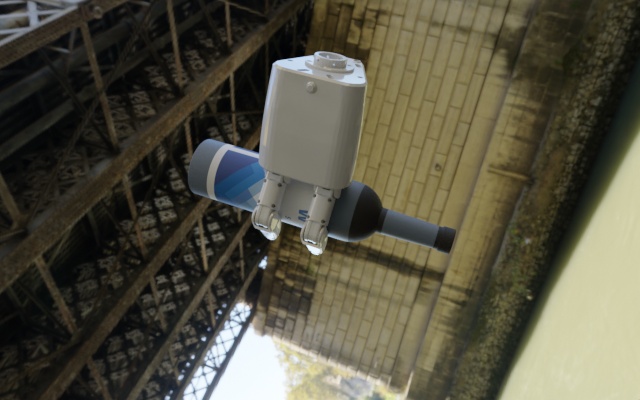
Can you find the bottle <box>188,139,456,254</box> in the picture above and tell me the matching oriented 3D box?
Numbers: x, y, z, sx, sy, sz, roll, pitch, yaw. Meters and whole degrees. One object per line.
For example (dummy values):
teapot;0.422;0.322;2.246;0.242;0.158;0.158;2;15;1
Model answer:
bottle;0.000;0.002;0.529;0.295;0.069;0.069;17;4;12
